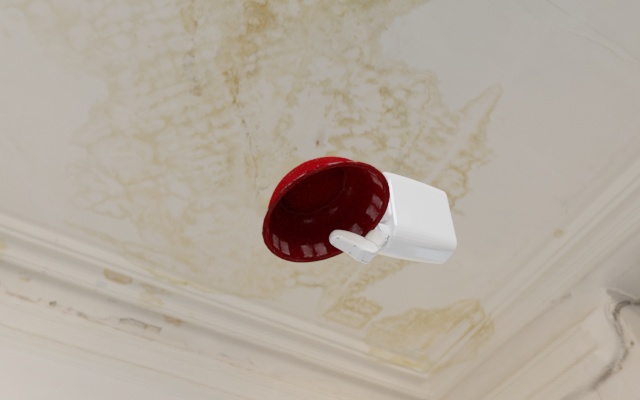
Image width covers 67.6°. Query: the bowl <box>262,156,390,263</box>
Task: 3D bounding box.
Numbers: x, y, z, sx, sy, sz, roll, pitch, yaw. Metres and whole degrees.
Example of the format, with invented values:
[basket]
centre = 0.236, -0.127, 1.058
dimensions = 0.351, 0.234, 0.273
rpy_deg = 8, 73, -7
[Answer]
[bowl]
centre = -0.001, 0.001, 0.576
dimensions = 0.162, 0.162, 0.055
rpy_deg = 0, 42, -30
